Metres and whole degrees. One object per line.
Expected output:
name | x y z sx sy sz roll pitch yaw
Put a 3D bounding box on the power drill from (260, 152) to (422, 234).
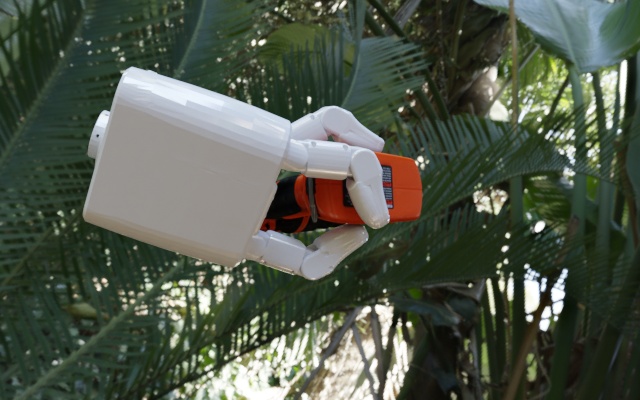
power drill | 0.000 0.001 0.444 0.184 0.057 0.187 0 -8 -37
